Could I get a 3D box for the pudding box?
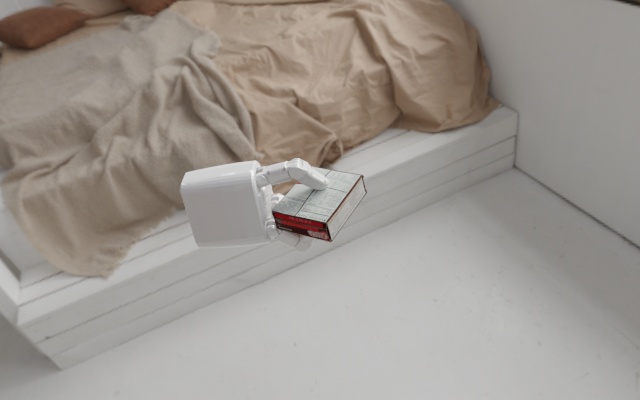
[{"bbox_3d":[0.000,0.002,0.666,0.090,0.039,0.113,12,46,29],"label":"pudding box"}]
